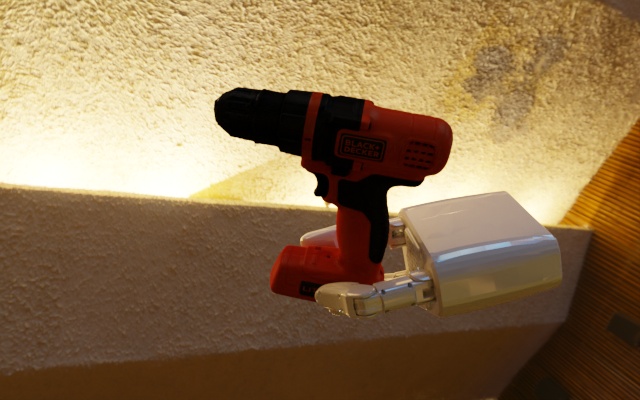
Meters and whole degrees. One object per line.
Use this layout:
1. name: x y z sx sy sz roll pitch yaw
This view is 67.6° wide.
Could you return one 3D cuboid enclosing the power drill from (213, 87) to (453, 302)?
1. power drill: 0.000 0.002 0.404 0.184 0.188 0.057 11 34 5
